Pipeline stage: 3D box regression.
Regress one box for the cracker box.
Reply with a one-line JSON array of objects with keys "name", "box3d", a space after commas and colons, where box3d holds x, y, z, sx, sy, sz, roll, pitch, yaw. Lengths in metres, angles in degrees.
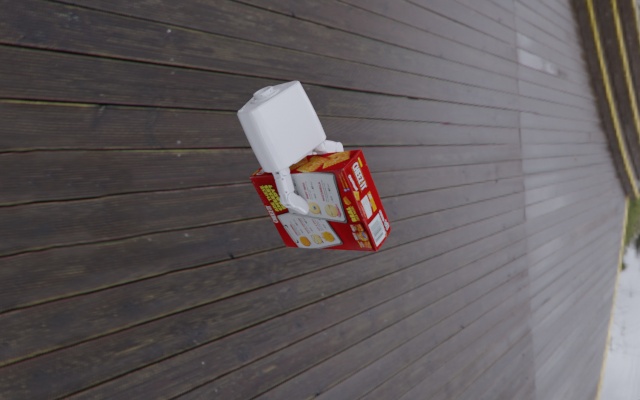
[{"name": "cracker box", "box3d": [0.000, 0.003, 0.842, 0.213, 0.164, 0.072, -2, 33, 41]}]
